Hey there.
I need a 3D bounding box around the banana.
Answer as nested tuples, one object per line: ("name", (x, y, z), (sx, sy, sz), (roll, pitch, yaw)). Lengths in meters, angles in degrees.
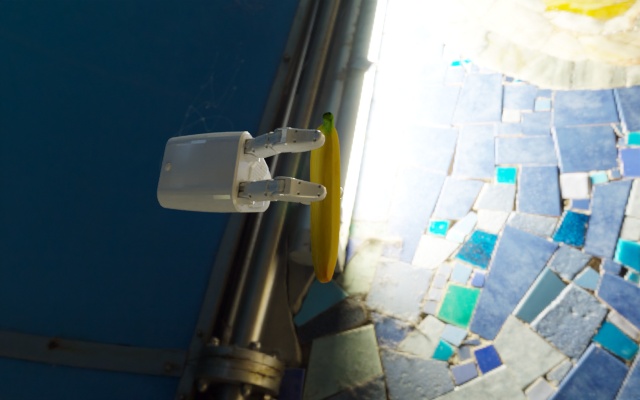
("banana", (0.004, -0.004, 0.576), (0.037, 0.198, 0.069), (1, 8, 11))
